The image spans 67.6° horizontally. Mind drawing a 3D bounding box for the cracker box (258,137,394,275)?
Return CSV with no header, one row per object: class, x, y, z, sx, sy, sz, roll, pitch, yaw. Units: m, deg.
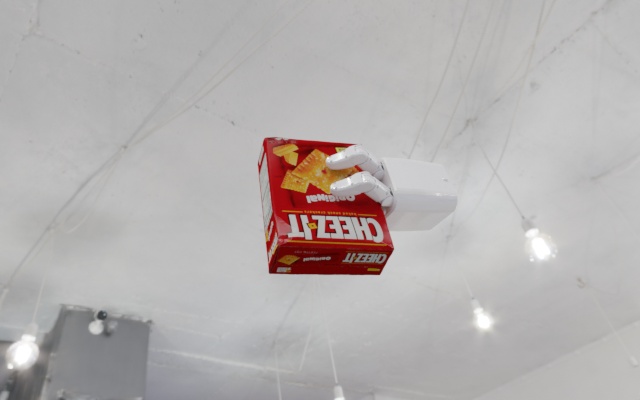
cracker box,0.000,0.002,0.701,0.164,0.213,0.072,3,-43,-17
